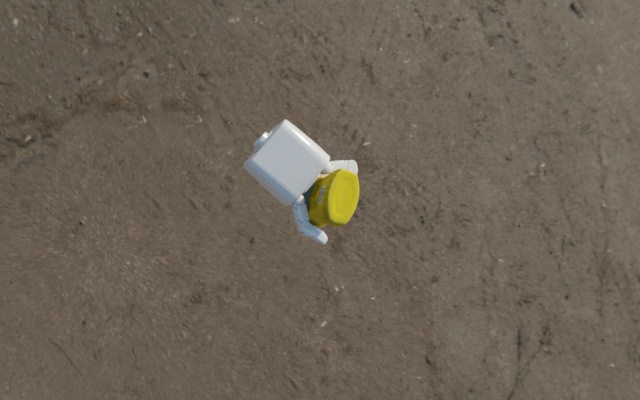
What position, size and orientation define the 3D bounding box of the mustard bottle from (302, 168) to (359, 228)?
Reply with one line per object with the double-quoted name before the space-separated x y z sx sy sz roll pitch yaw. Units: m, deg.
"mustard bottle" 0.001 0.003 0.872 0.058 0.096 0.191 17 -12 -22
